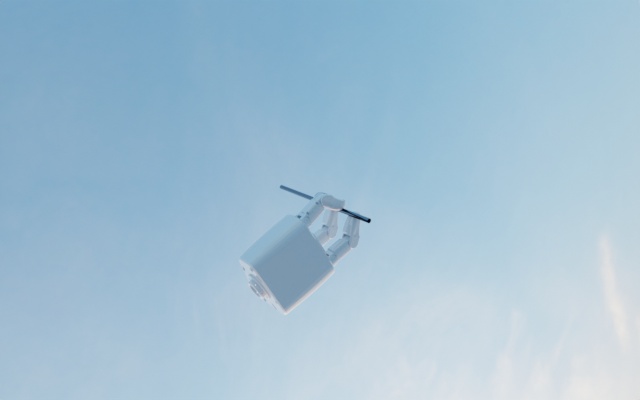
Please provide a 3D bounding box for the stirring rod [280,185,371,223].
[{"bbox_3d":[0.000,0.003,0.824,0.011,0.011,0.239,0,14,-40],"label":"stirring rod"}]
